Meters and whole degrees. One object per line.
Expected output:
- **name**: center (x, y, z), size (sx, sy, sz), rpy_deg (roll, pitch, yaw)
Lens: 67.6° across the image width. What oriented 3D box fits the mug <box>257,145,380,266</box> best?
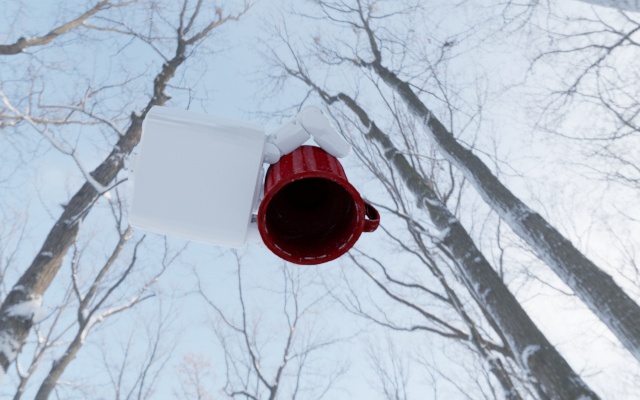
- **mug**: center (0.001, 0.002, 0.444), size (0.117, 0.093, 0.081), rpy_deg (12, 25, -13)
